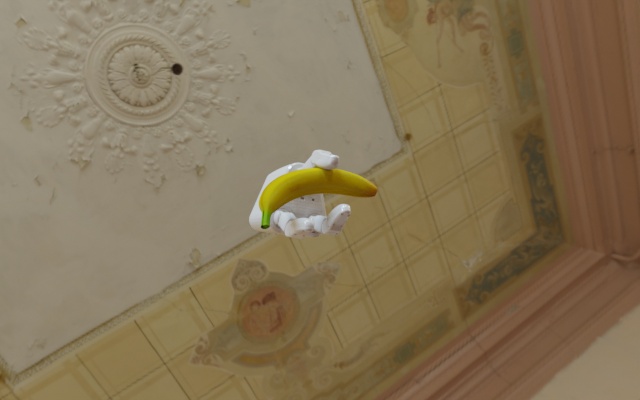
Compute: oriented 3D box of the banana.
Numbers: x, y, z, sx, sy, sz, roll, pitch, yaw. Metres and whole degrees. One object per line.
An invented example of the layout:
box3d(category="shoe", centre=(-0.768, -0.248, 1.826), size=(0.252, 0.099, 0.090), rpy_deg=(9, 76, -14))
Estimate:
box3d(category="banana", centre=(-0.010, -0.014, 0.666), size=(0.198, 0.069, 0.037), rpy_deg=(-17, -12, -31))
